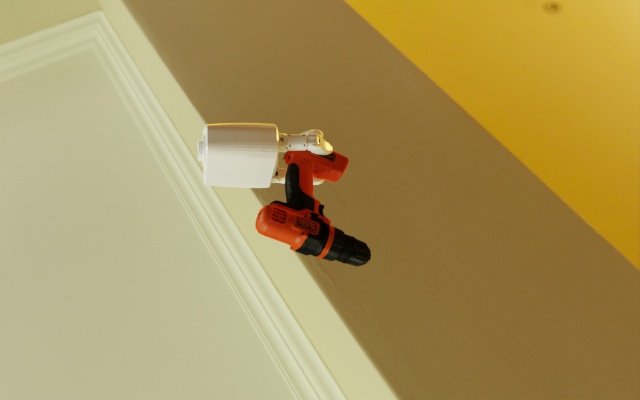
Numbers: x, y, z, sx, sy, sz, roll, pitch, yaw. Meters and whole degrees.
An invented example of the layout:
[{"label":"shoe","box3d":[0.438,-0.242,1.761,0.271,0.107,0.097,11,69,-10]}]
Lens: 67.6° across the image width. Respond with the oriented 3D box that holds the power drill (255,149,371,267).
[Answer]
[{"label":"power drill","box3d":[0.000,0.002,0.747,0.184,0.187,0.057,22,-42,-18]}]
